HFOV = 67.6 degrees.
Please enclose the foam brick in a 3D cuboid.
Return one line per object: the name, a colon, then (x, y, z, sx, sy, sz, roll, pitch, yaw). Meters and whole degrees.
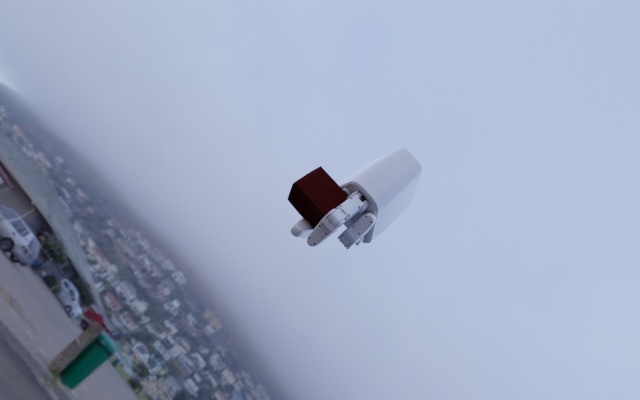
foam brick: (0.000, 0.002, 0.668, 0.051, 0.078, 0.053, -37, -10, -26)
